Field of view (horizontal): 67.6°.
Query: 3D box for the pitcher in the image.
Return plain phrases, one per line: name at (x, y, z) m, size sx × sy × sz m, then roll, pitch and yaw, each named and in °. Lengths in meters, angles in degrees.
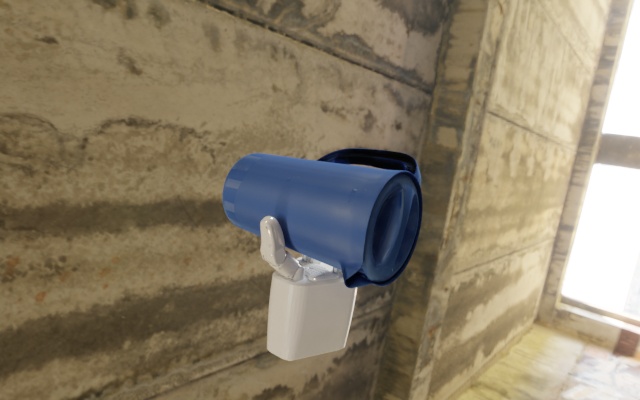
pitcher at (0.000, 0.002, 0.604) m, size 0.243 × 0.145 × 0.149 m, roll 15°, pitch 15°, yaw 35°
